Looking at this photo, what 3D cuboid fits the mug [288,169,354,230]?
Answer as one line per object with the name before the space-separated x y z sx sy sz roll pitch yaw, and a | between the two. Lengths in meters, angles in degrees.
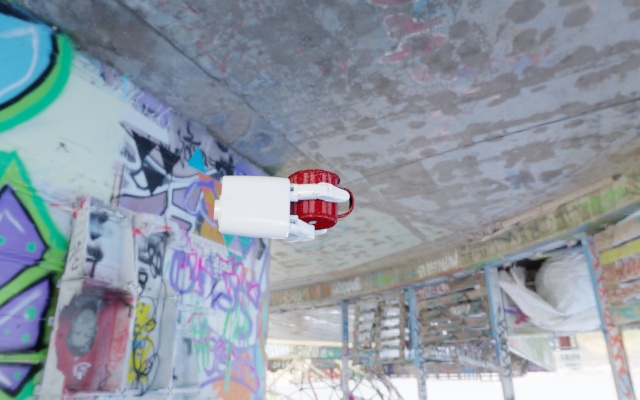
mug | 0.002 0.003 0.819 0.117 0.081 0.093 4 -22 -10
